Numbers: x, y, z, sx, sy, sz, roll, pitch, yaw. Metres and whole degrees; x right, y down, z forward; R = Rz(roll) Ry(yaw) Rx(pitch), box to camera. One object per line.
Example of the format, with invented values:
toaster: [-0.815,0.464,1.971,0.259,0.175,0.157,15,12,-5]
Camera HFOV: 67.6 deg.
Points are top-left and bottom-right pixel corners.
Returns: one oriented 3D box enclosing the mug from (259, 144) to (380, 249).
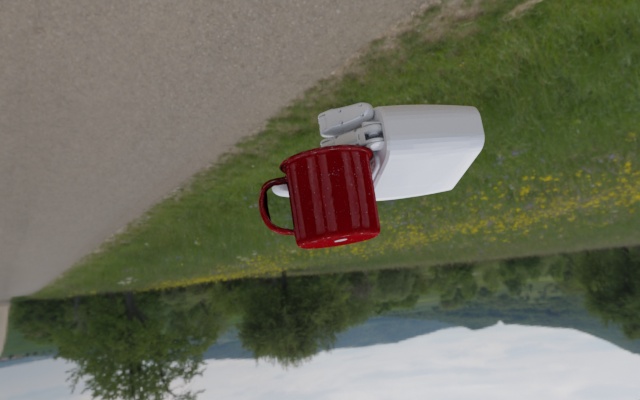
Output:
mug: [-0.001,0.002,0.456,0.117,0.081,0.093,-6,-11,-11]
